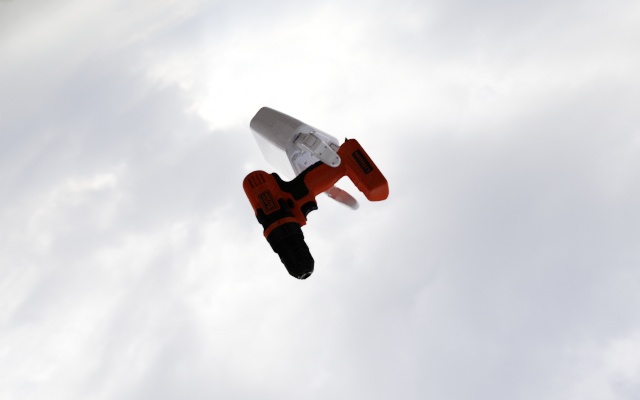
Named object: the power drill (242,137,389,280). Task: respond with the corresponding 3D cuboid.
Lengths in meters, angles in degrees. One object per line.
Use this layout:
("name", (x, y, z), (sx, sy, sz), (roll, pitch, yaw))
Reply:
("power drill", (0.000, 0.002, 0.681), (0.187, 0.184, 0.057), (-26, -28, -10))
